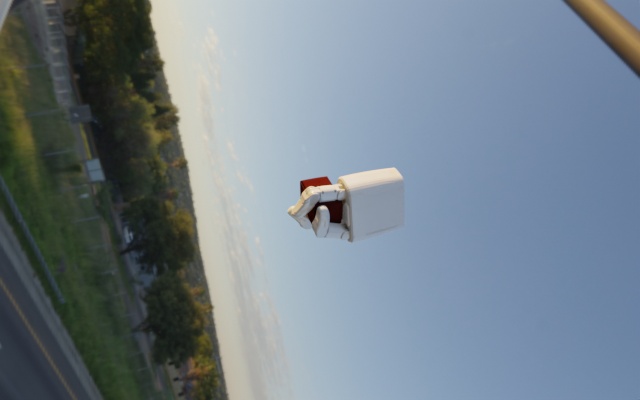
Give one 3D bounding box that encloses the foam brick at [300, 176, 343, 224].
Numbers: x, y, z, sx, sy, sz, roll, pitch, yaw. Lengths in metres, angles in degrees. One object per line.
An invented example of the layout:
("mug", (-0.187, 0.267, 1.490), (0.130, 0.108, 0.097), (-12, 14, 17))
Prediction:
("foam brick", (0.000, 0.003, 0.837), (0.051, 0.053, 0.078), (-13, 43, -16))
